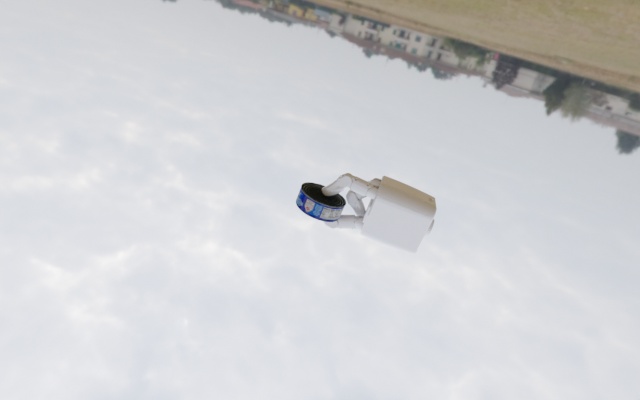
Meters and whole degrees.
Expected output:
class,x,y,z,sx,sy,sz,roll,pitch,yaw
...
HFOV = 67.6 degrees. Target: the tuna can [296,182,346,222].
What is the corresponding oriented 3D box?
class,x,y,z,sx,sy,sz,roll,pitch,yaw
tuna can,0.000,0.003,0.850,0.086,0.034,0.086,20,22,-8
